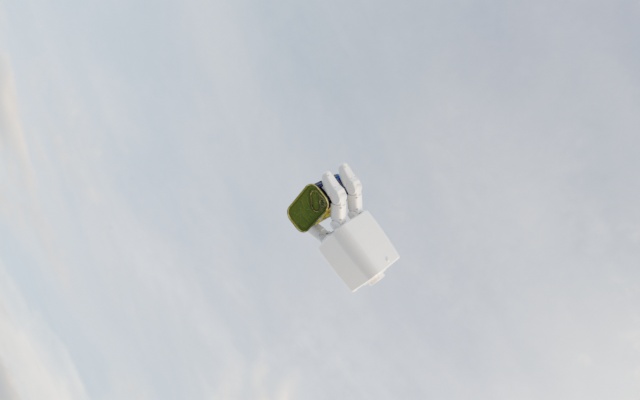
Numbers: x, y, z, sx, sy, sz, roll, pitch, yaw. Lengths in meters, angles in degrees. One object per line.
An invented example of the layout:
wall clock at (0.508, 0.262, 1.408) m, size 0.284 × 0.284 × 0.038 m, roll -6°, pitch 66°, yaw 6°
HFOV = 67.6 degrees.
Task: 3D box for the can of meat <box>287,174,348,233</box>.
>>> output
can of meat at (0.000, 0.003, 0.875) m, size 0.084 × 0.057 × 0.102 m, roll -26°, pitch -17°, yaw -48°
